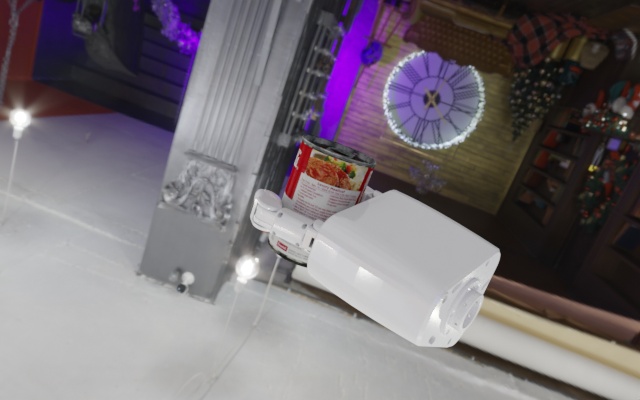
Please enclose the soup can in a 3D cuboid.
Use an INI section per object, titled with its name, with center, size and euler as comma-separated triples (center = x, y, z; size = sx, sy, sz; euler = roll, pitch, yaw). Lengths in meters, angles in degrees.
[soup can]
center = 0.000, 0.001, 0.425
size = 0.068, 0.102, 0.068
euler = 19, 15, -5
